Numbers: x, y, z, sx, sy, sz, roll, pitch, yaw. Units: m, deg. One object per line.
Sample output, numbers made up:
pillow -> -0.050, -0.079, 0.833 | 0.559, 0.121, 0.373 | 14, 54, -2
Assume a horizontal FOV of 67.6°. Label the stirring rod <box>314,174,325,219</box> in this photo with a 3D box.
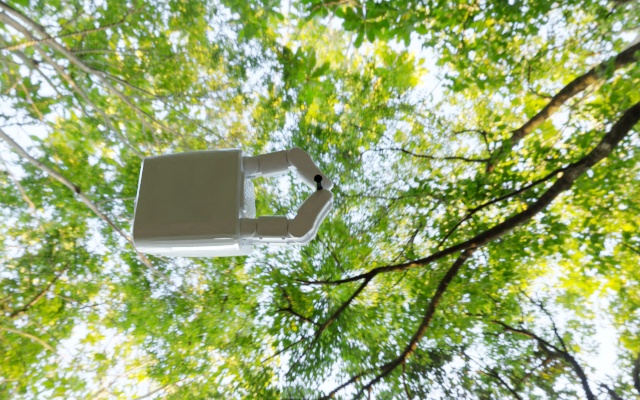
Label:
stirring rod -> 0.000, 0.002, 0.559 | 0.011, 0.011, 0.239 | 0, -11, 1
